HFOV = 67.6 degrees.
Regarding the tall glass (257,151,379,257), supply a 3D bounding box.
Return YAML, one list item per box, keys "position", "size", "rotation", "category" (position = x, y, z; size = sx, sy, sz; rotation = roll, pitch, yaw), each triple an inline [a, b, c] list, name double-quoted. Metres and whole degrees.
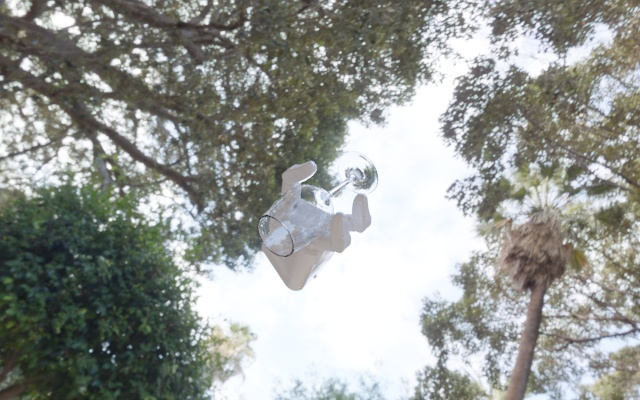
- position: [0.001, 0.002, 0.678]
  size: [0.079, 0.079, 0.201]
  rotation: [0, 26, 41]
  category: "tall glass"
